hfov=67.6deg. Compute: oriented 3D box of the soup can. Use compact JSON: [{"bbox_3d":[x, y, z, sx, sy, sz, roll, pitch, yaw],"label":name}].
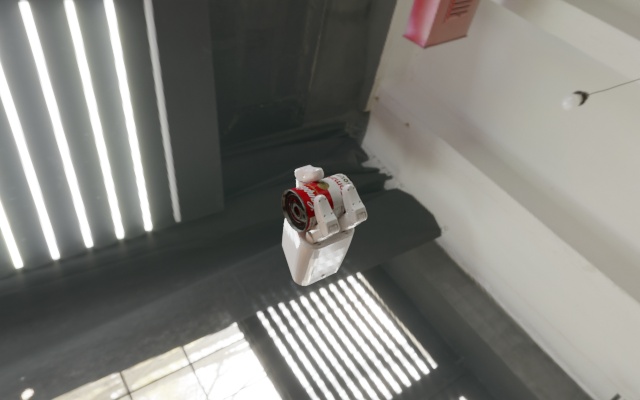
[{"bbox_3d":[0.000,0.002,0.746,0.102,0.068,0.068,-19,10,-31],"label":"soup can"}]
